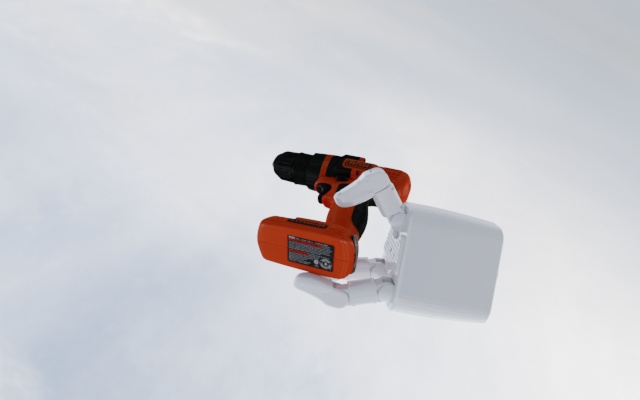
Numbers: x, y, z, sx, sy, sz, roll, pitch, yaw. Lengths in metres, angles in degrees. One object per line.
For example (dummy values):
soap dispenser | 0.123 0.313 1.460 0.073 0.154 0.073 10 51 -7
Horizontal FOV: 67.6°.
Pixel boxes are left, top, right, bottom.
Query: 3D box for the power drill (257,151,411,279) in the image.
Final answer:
power drill | 0.000 0.002 0.559 0.184 0.057 0.187 11 35 18
